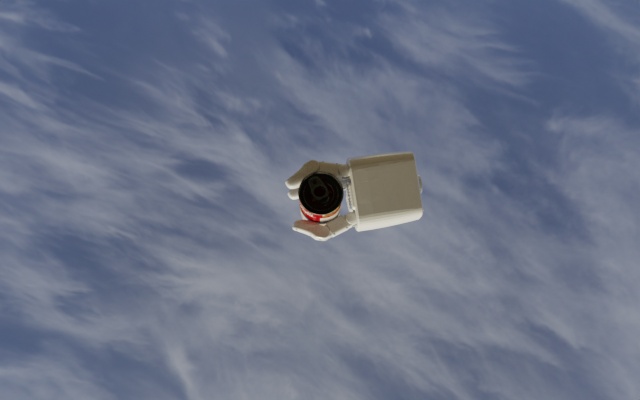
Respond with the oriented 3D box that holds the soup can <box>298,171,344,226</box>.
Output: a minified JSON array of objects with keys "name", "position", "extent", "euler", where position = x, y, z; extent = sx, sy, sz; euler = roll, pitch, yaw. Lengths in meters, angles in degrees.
[{"name":"soup can","position":[0.000,0.003,0.755],"extent":[0.068,0.068,0.102],"euler":[0,-16,-1]}]
